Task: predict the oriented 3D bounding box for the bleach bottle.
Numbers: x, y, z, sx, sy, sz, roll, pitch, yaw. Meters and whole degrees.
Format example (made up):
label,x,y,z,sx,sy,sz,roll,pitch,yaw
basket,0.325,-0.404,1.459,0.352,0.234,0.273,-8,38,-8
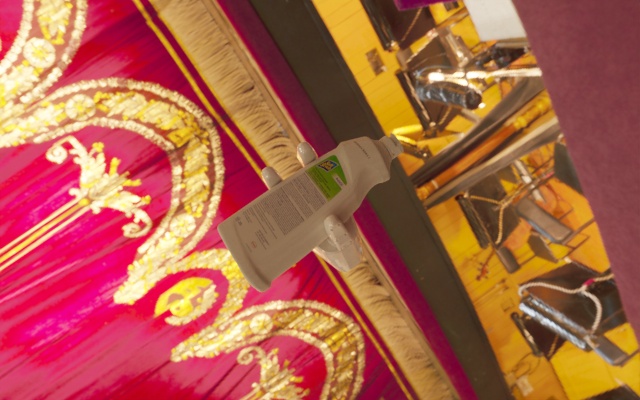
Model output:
label,x,y,z,sx,sy,sz,roll,pitch,yaw
bleach bottle,0.000,0.002,0.602,0.251,0.102,0.068,-35,-28,-4
